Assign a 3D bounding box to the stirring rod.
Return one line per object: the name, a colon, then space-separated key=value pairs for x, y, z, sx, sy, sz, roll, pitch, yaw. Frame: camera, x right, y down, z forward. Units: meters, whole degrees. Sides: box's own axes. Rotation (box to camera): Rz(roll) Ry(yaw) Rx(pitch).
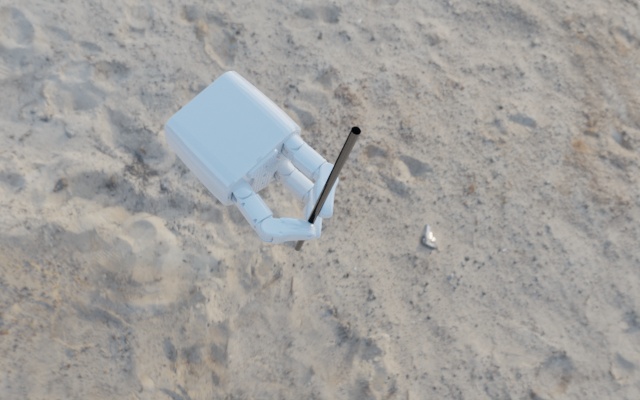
stirring rod: x=0.000 y=0.002 z=0.471 sx=0.011 sy=0.011 sz=0.240 roll=0 pitch=-27 yaw=-15
